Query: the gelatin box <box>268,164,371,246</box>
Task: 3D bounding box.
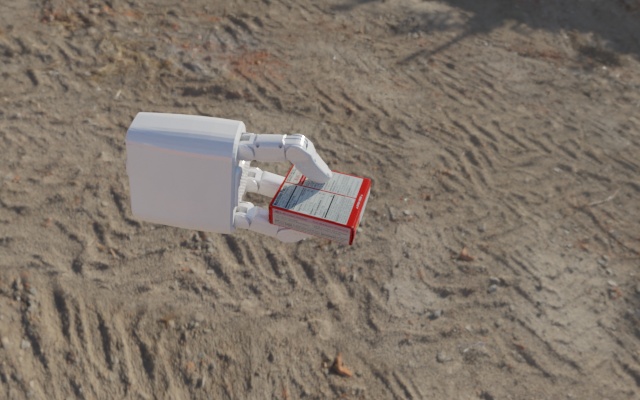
[{"bbox_3d":[0.000,0.001,0.490,0.089,0.030,0.073,14,46,11],"label":"gelatin box"}]
